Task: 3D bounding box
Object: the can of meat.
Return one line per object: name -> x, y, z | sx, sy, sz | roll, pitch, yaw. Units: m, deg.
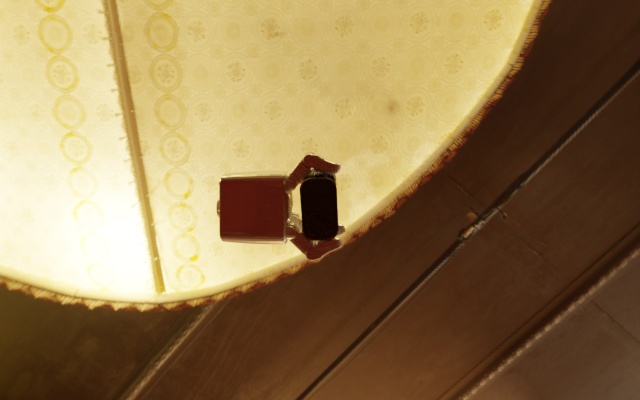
can of meat -> 0.000, 0.002, 0.773 | 0.057, 0.102, 0.084 | -2, 17, 4
